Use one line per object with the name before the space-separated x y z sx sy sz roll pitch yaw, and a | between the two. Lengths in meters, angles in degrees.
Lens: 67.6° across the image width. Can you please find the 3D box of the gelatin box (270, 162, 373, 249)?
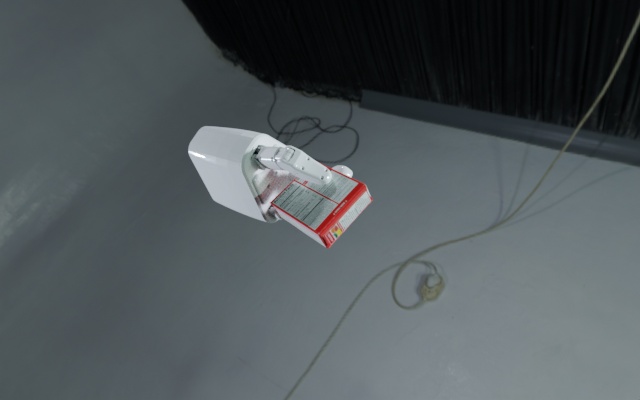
gelatin box | 0.000 0.002 0.518 0.089 0.073 0.030 29 -21 44
